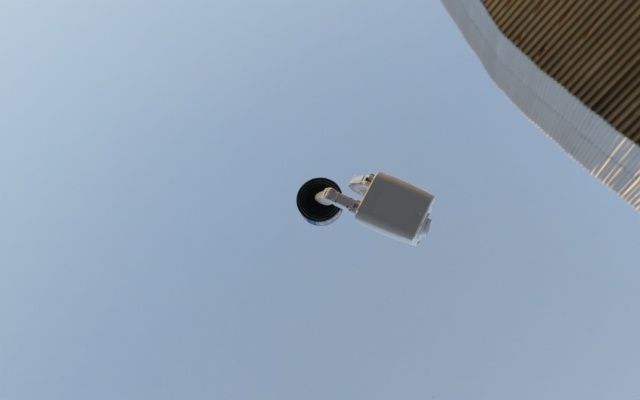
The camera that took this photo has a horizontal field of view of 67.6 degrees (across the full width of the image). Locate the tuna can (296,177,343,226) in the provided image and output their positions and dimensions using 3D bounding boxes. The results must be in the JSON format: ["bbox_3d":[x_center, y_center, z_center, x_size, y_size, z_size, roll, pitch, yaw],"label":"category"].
[{"bbox_3d":[0.000,0.003,0.880,0.086,0.086,0.034,0,-19,8],"label":"tuna can"}]
